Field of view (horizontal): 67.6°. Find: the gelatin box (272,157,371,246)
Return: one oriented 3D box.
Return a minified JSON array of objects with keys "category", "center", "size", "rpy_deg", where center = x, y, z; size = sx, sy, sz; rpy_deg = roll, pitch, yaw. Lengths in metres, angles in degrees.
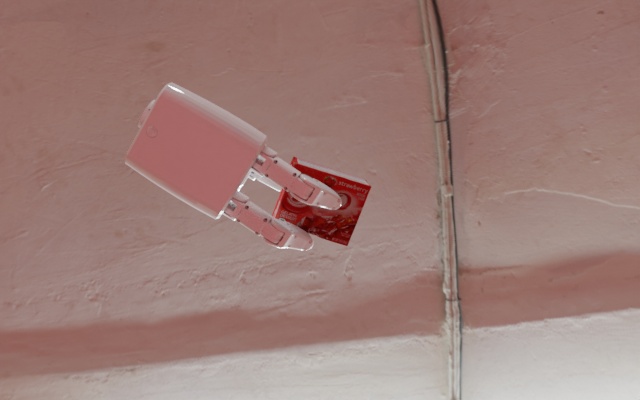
[{"category":"gelatin box","center":[0.000,0.002,0.517],"size":[0.089,0.073,0.030],"rpy_deg":[17,16,-13]}]
